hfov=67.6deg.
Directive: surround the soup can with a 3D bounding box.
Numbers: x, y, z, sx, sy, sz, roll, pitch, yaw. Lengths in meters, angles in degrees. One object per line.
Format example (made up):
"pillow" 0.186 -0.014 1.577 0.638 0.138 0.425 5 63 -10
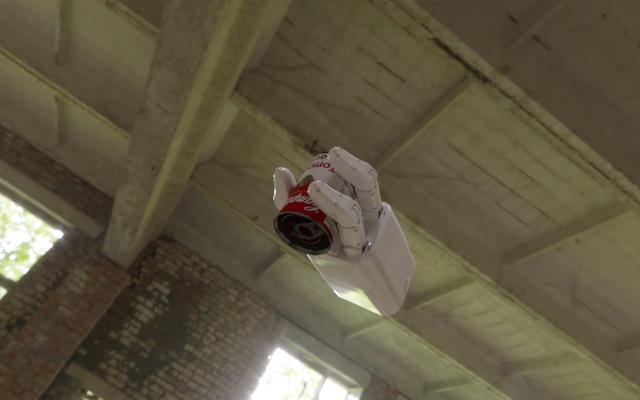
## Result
"soup can" 0.000 0.001 0.539 0.068 0.068 0.102 0 44 33
